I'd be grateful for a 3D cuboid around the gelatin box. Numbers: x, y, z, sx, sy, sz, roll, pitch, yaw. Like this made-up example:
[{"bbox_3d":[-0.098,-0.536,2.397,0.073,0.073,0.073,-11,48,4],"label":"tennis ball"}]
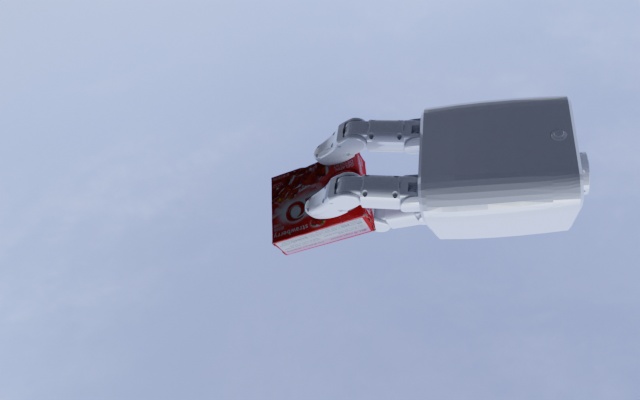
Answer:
[{"bbox_3d":[0.000,0.002,0.427,0.089,0.073,0.030,-18,-37,17],"label":"gelatin box"}]
